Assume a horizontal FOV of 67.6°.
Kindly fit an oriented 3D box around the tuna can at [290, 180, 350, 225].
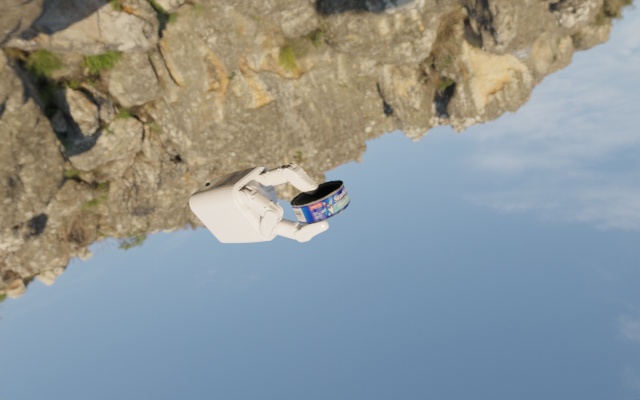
[{"bbox_3d":[0.000,0.003,0.718,0.086,0.034,0.086,-21,15,6],"label":"tuna can"}]
